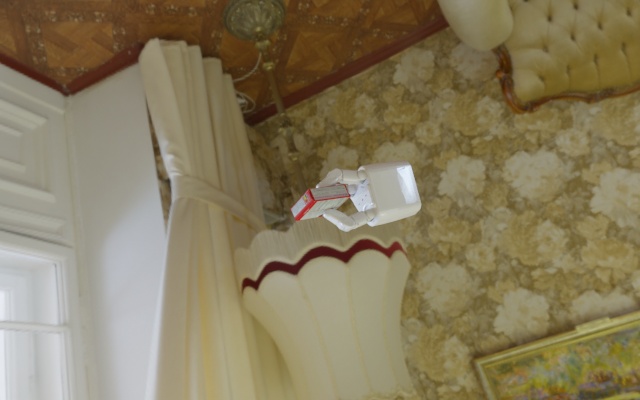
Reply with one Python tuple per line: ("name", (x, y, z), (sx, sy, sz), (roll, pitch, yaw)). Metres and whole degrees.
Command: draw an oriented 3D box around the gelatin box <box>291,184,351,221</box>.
("gelatin box", (0.000, 0.003, 0.880), (0.089, 0.030, 0.073), (-9, -24, -38))
